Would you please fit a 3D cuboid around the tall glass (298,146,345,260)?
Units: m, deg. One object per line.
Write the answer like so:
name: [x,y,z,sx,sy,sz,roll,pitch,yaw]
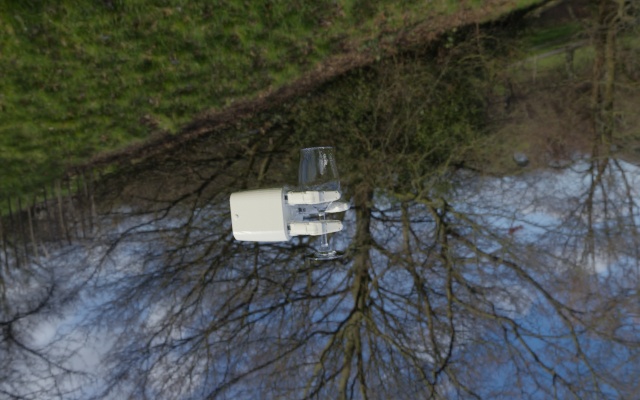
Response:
tall glass: [0.000,0.004,0.880,0.079,0.201,0.079,-5,4,0]
